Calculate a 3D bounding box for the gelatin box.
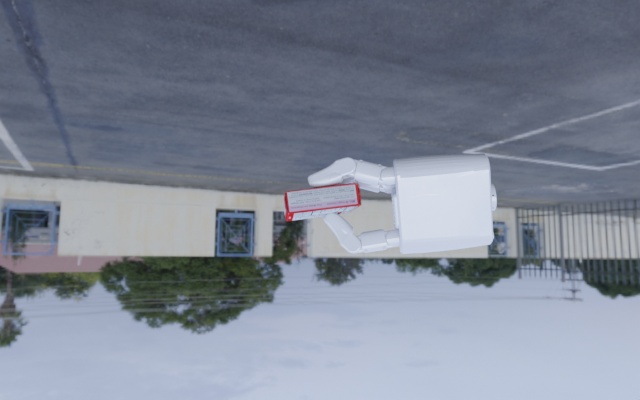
[{"bbox_3d":[0.000,0.002,0.583,0.089,0.030,0.073,-8,-8,-6],"label":"gelatin box"}]
